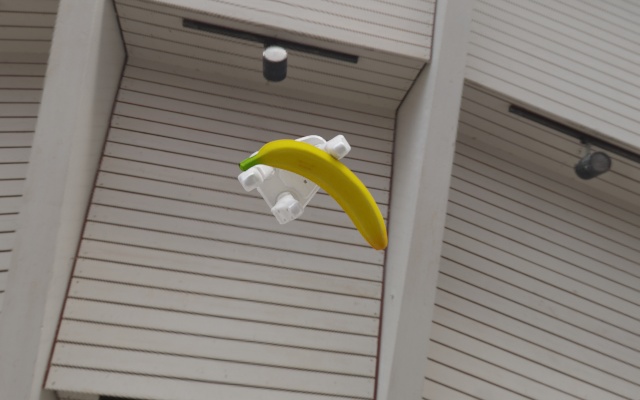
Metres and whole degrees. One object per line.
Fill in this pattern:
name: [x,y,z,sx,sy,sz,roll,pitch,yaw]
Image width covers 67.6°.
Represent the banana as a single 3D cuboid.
banana: [0.006,-0.016,0.551,0.198,0.069,0.037,30,-6,-13]
